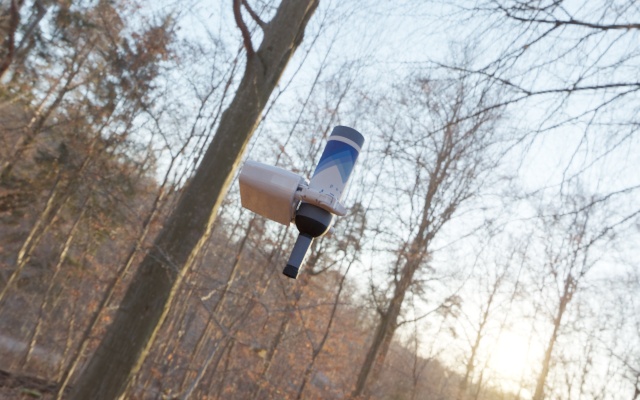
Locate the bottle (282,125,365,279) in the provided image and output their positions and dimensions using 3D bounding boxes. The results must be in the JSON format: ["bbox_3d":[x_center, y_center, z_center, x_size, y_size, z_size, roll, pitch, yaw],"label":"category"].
[{"bbox_3d":[0.000,0.003,0.876,0.069,0.295,0.069,21,-17,7],"label":"bottle"}]
